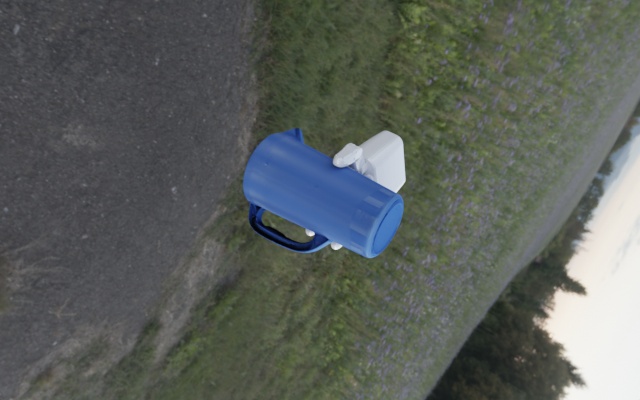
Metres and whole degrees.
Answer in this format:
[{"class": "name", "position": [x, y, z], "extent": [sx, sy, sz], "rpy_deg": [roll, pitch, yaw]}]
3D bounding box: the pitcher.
[{"class": "pitcher", "position": [0.000, 0.002, 0.769], "extent": [0.242, 0.149, 0.145], "rpy_deg": [27, 45, 25]}]
